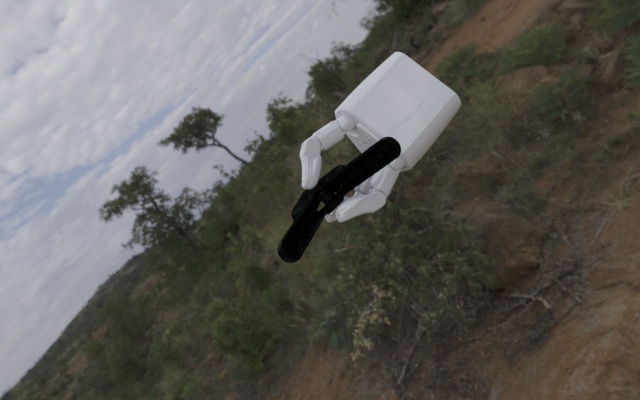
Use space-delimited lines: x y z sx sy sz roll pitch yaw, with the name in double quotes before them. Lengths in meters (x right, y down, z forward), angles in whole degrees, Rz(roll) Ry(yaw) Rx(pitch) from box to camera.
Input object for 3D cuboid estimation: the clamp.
"clamp" 0.000 0.001 0.558 0.164 0.036 0.210 -46 8 -11
